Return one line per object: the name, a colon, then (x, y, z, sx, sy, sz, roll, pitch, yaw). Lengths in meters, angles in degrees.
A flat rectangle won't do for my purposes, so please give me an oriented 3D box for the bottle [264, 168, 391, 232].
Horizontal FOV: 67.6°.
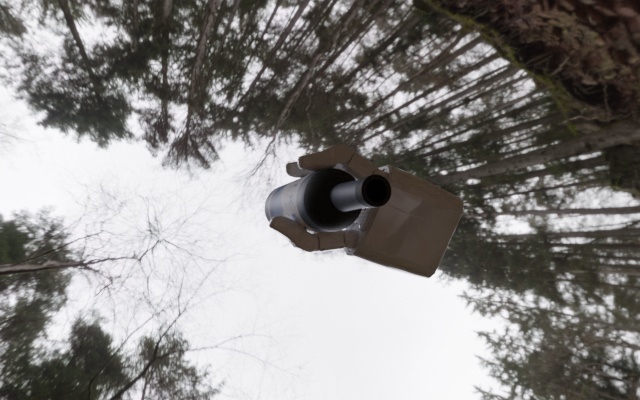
bottle: (0.000, 0.002, 0.534, 0.069, 0.069, 0.296, 0, -4, -19)
